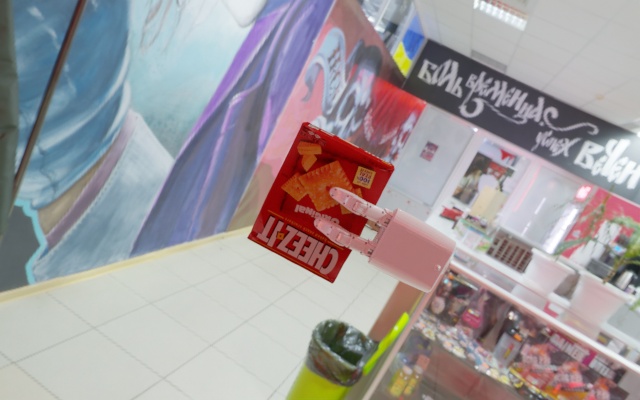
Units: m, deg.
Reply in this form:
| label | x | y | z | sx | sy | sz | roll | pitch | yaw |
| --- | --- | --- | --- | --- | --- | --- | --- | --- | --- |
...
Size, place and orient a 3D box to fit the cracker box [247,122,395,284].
| label | x | y | z | sx | sy | sz | roll | pitch | yaw |
| --- | --- | --- | --- | --- | --- | --- | --- | --- | --- |
| cracker box | 0.000 | 0.002 | 0.780 | 0.164 | 0.214 | 0.072 | 28 | 11 | 3 |
